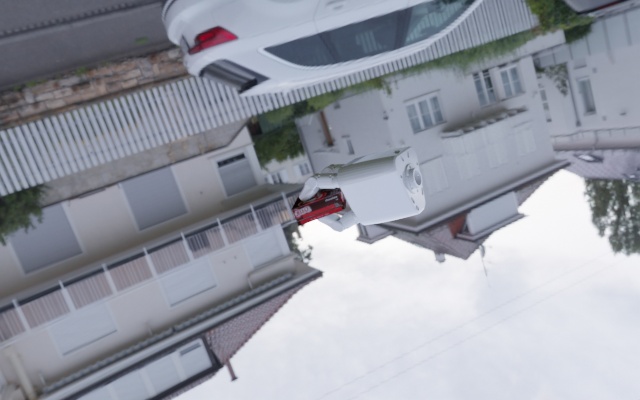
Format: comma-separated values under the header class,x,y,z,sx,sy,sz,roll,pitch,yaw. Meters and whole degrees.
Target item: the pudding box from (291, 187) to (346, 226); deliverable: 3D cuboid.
class,x,y,z,sx,sy,sz,roll,pitch,yaw
pudding box,0.000,0.003,0.869,0.090,0.039,0.113,-19,9,8
